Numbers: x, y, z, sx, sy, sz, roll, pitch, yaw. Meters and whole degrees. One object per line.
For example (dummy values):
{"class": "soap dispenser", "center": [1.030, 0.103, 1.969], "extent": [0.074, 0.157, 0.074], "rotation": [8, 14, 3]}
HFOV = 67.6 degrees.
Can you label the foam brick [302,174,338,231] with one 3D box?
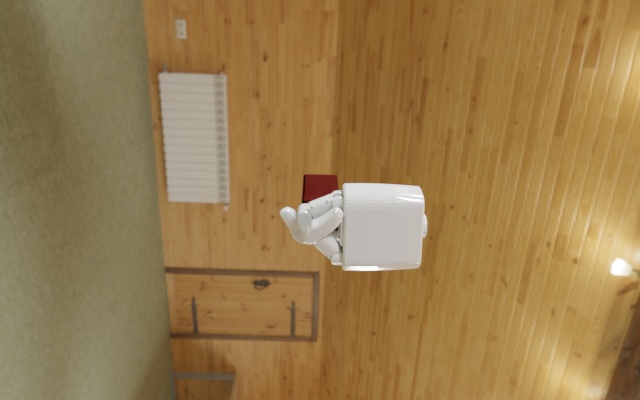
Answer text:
{"class": "foam brick", "center": [0.000, 0.002, 0.697], "extent": [0.051, 0.053, 0.078], "rotation": [-1, 32, 0]}
